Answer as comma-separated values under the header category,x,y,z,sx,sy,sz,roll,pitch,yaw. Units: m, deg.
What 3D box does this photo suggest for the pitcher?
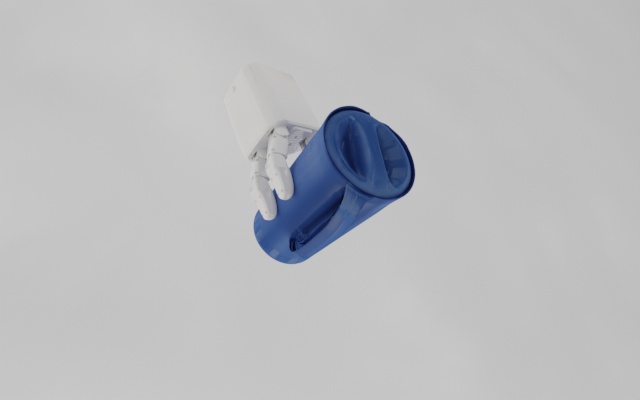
category,x,y,z,sx,sy,sz,roll,pitch,yaw
pitcher,0.000,0.002,0.643,0.149,0.145,0.243,-13,-21,-40
